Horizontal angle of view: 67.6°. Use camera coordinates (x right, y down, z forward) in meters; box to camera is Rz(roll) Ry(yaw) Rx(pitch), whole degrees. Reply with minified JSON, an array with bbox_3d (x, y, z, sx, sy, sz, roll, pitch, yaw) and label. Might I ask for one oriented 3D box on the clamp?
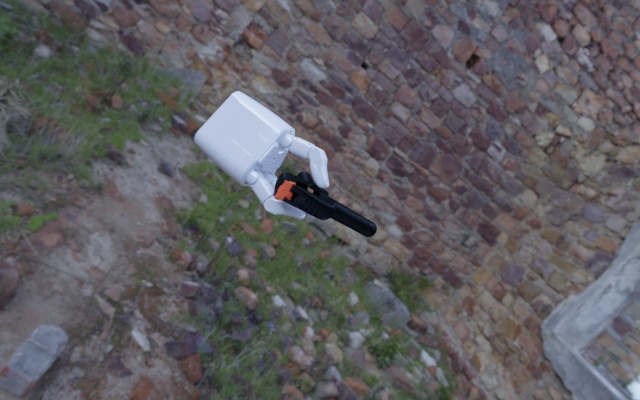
[{"bbox_3d":[0.000,0.001,0.696,0.164,0.036,0.210,36,9,15],"label":"clamp"}]
